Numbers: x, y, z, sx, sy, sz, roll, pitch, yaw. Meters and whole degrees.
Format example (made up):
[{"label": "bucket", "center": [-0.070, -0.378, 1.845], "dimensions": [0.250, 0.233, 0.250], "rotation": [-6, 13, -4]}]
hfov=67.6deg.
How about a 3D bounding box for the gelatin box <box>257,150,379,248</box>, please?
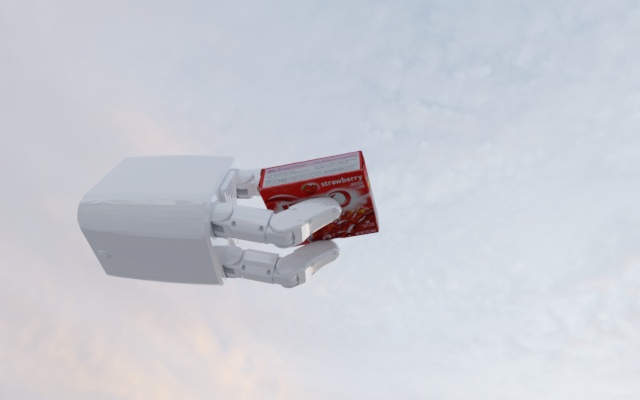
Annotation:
[{"label": "gelatin box", "center": [0.000, 0.001, 0.405], "dimensions": [0.089, 0.073, 0.030], "rotation": [-10, 42, 10]}]
